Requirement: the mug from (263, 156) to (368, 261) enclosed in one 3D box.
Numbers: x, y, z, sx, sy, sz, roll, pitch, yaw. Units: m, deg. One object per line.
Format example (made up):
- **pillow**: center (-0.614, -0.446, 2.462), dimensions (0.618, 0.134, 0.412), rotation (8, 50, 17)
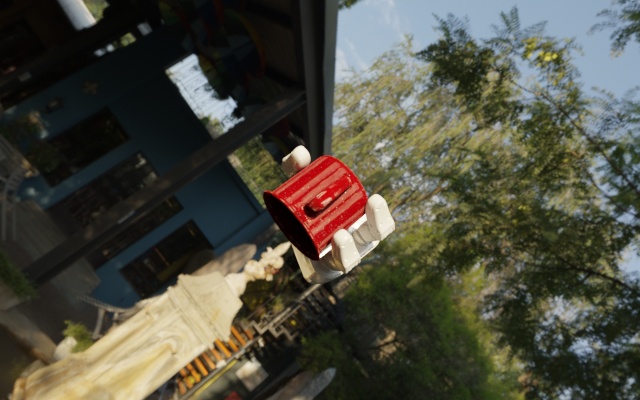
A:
- **mug**: center (0.000, 0.001, 0.508), dimensions (0.081, 0.093, 0.117), rotation (-38, -4, -19)
